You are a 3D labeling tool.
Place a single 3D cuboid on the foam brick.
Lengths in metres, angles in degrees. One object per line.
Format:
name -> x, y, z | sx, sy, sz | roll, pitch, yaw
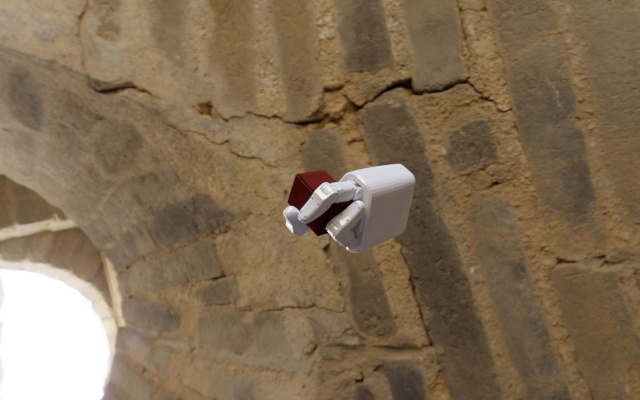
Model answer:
foam brick -> 0.000, 0.002, 0.667 | 0.051, 0.053, 0.078 | -15, 50, -40
